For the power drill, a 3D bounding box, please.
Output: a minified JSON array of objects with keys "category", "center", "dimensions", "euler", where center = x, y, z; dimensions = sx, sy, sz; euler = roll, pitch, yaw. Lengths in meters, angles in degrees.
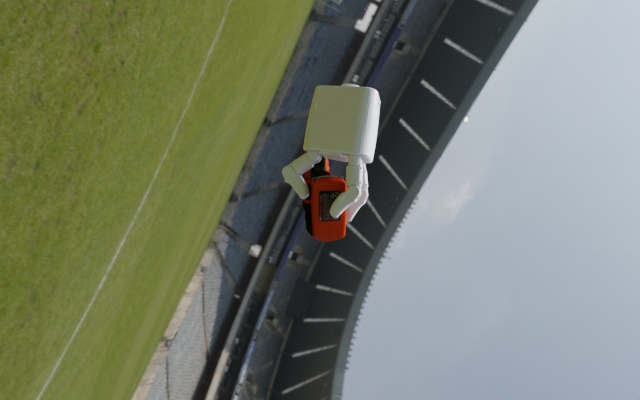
[{"category":"power drill","center":[0.000,0.003,0.840],"dimensions":[0.057,0.184,0.187],"euler":[-5,19,-9]}]
